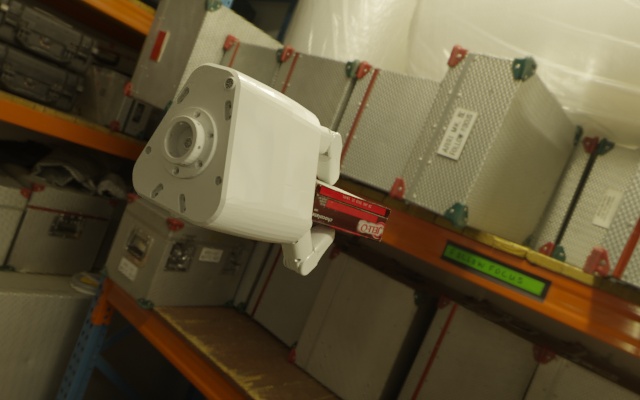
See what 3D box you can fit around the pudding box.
[{"bbox_3d":[0.000,0.001,0.473,0.090,0.039,0.113,20,3,-32],"label":"pudding box"}]
